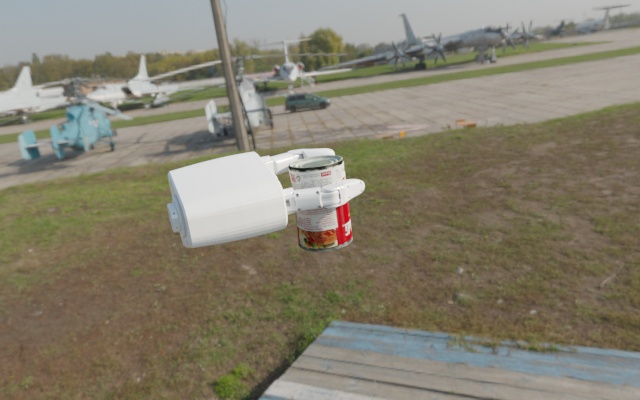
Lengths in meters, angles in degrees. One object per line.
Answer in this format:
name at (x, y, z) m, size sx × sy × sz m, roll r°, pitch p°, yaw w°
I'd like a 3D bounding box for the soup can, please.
soup can at (0.001, 0.002, 0.578) m, size 0.068 × 0.102 × 0.068 m, roll -7°, pitch 16°, yaw 2°
